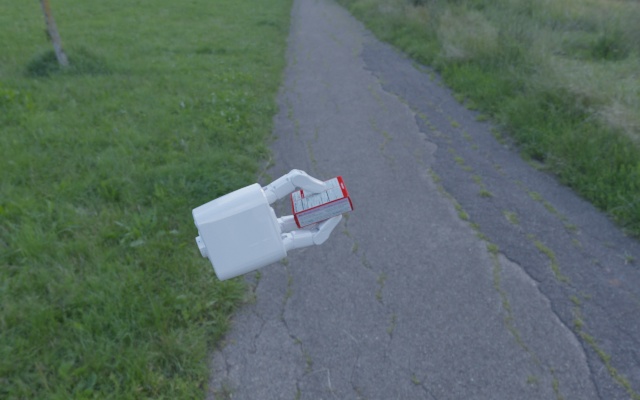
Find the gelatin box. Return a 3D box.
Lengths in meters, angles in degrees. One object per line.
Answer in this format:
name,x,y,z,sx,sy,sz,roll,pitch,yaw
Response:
gelatin box,0.000,0.002,0.734,0.089,0.030,0.073,-20,28,2
